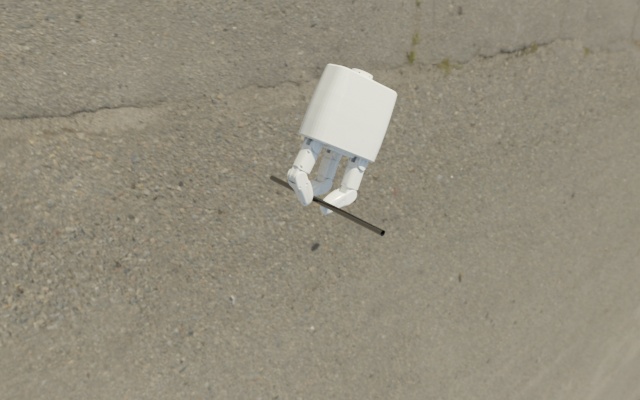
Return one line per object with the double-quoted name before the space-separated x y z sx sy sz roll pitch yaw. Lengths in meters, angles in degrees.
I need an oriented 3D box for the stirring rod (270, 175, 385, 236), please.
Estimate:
"stirring rod" 0.000 0.002 0.677 0.011 0.011 0.239 0 19 -43
